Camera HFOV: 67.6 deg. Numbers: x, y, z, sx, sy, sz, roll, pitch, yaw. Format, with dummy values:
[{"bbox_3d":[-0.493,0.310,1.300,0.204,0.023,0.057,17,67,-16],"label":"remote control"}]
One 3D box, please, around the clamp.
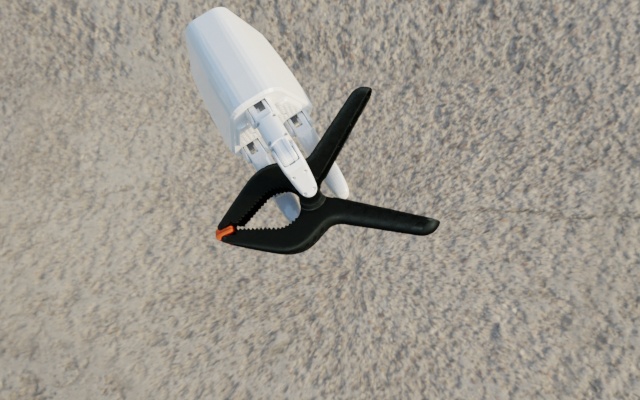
[{"bbox_3d":[-0.001,0.001,0.470,0.210,0.164,0.036,-31,-15,-1],"label":"clamp"}]
